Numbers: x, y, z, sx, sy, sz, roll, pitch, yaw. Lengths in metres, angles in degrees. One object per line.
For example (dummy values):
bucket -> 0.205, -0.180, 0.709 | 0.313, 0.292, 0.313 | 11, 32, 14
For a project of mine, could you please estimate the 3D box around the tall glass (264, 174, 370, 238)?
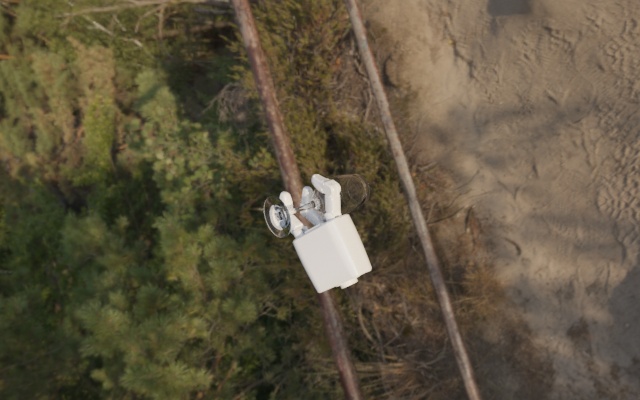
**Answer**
tall glass -> 0.000, 0.003, 0.868 | 0.201, 0.079, 0.079 | -19, 12, -38
